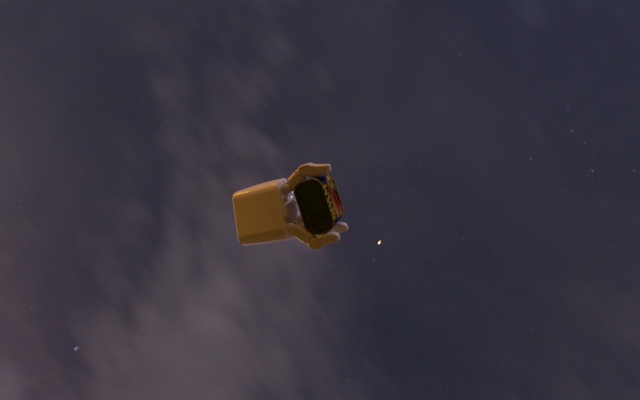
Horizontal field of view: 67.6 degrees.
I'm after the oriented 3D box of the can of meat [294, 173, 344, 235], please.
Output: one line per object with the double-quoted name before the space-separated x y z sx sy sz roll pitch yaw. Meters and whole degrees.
"can of meat" 0.000 0.003 0.894 0.057 0.102 0.084 -15 8 21
